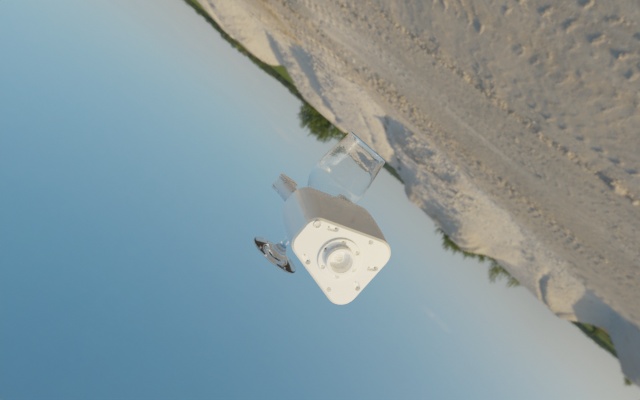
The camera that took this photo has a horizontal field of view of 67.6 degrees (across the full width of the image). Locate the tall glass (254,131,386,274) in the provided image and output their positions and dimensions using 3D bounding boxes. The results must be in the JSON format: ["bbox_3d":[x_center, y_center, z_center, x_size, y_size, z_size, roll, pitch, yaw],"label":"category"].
[{"bbox_3d":[0.000,0.003,0.653,0.079,0.201,0.079,40,8,-7],"label":"tall glass"}]
